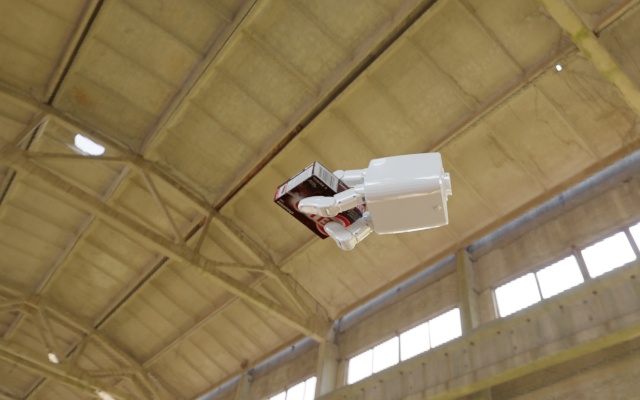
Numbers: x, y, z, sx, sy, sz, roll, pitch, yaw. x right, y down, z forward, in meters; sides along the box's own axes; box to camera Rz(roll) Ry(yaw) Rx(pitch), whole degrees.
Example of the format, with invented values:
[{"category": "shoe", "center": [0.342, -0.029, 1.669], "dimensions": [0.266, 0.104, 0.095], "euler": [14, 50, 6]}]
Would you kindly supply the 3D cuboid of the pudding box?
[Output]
[{"category": "pudding box", "center": [0.000, 0.002, 0.727], "dimensions": [0.090, 0.039, 0.113], "euler": [-32, -61, 34]}]
